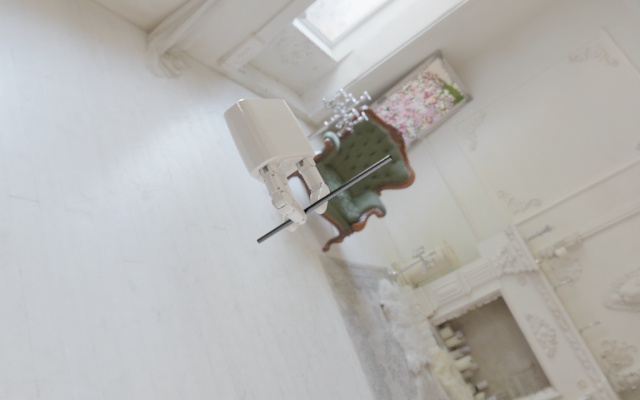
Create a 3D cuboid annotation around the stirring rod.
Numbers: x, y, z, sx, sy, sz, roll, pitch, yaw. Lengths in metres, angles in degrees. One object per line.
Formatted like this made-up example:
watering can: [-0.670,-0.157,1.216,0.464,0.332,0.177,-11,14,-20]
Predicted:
stirring rod: [0.000,0.002,0.684,0.239,0.011,0.011,-32,-13,21]
